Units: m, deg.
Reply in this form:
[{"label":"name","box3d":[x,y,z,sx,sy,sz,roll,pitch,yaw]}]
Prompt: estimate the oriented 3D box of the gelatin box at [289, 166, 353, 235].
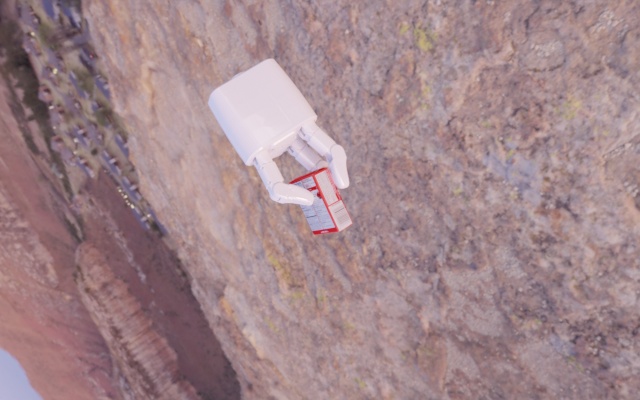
[{"label":"gelatin box","box3d":[0.000,0.003,0.673,0.030,0.089,0.073,-28,6,-29]}]
